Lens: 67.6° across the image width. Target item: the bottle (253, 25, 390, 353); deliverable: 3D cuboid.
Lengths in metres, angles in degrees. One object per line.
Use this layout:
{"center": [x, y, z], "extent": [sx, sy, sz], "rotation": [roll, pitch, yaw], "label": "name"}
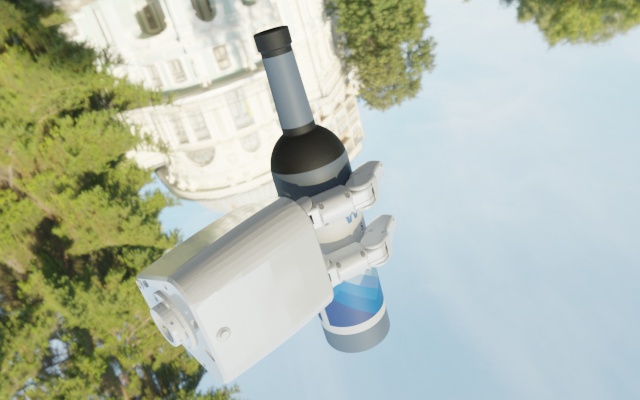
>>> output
{"center": [0.000, 0.002, 0.417], "extent": [0.069, 0.296, 0.069], "rotation": [-13, 26, 6], "label": "bottle"}
